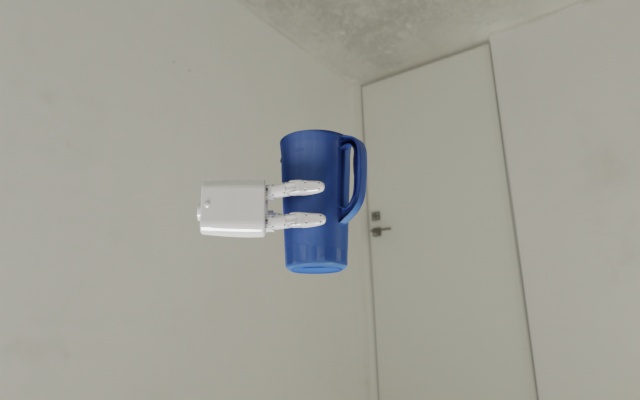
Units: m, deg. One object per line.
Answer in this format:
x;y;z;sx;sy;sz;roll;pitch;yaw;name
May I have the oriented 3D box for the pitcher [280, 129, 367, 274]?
0.000;0.003;0.848;0.145;0.242;0.149;1;-15;-8;pitcher
